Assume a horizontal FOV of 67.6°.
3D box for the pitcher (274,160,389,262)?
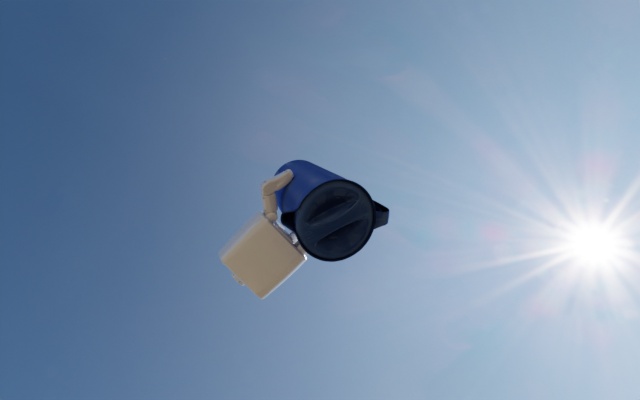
[{"bbox_3d":[0.000,0.003,0.838,0.149,0.145,0.242,47,-2,-24],"label":"pitcher"}]
